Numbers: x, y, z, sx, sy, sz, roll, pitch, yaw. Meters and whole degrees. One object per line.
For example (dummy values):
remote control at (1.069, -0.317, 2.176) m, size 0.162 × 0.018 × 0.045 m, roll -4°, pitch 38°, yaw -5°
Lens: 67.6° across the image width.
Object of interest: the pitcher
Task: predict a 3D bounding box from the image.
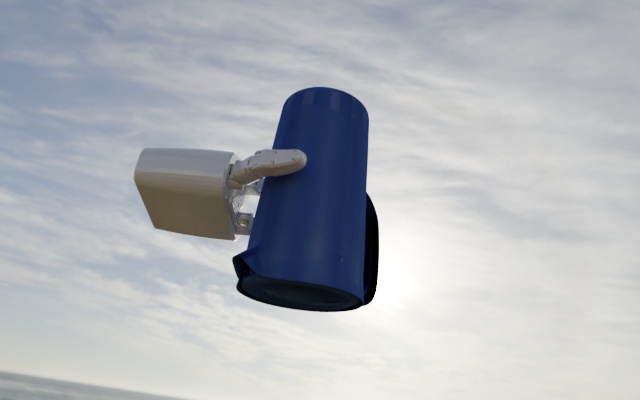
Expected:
pitcher at (0.000, 0.002, 0.547) m, size 0.145 × 0.242 × 0.149 m, roll 5°, pitch -24°, yaw 8°
